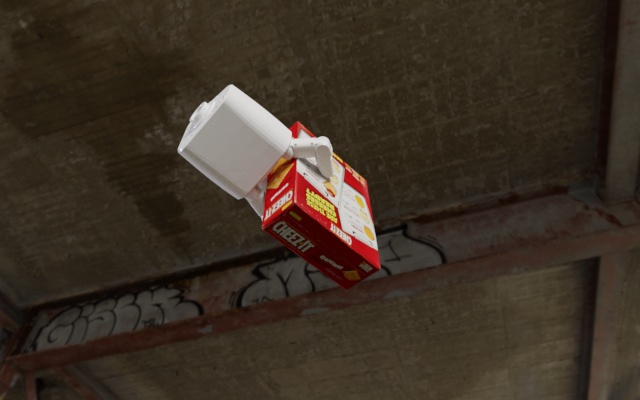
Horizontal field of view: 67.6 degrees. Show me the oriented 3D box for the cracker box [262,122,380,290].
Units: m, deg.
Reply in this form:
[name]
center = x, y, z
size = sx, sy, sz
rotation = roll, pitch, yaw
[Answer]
[cracker box]
center = 0.000, 0.002, 0.703
size = 0.072, 0.213, 0.164
rotation = -38, -61, 25
